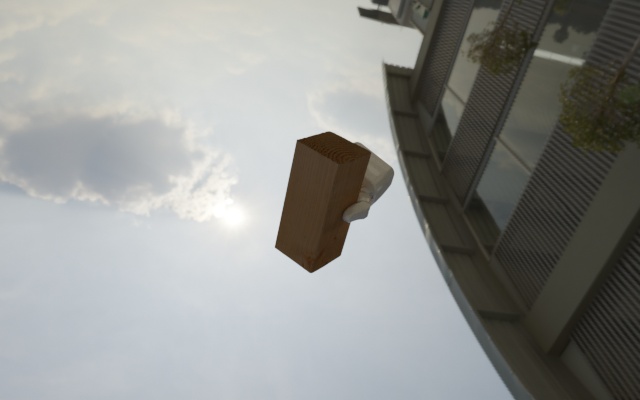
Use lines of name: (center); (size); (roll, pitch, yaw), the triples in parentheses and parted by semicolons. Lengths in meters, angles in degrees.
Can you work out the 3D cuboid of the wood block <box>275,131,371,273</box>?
wood block: (0.001, 0.003, 0.791); (0.090, 0.206, 0.090); (31, 34, 28)
